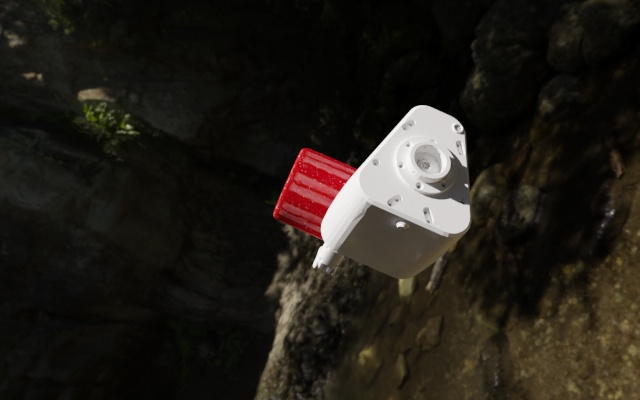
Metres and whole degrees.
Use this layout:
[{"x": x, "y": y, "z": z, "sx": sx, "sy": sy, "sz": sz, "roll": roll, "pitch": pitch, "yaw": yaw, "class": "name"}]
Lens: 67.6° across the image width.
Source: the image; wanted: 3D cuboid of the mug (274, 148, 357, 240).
[{"x": 0.000, "y": 0.002, "z": 0.512, "sx": 0.081, "sy": 0.093, "sz": 0.117, "roll": 24, "pitch": -27, "yaw": -2, "class": "mug"}]
